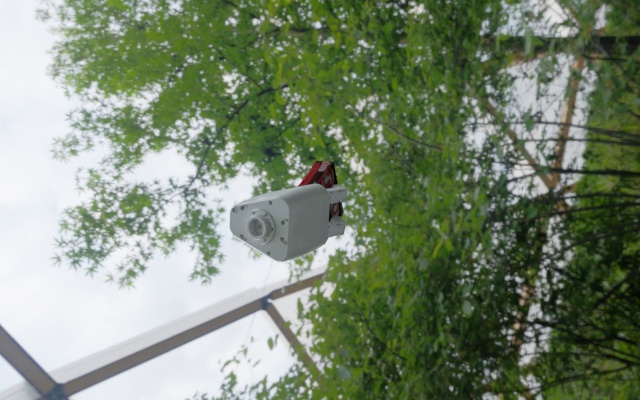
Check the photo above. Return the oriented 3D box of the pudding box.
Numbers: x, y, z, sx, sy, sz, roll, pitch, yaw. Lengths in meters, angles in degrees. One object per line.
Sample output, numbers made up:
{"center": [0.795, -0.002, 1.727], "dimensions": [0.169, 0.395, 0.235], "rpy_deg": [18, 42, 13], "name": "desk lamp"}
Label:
{"center": [0.000, 0.003, 0.803], "dimensions": [0.039, 0.114, 0.090], "rpy_deg": [9, 41, 25], "name": "pudding box"}
